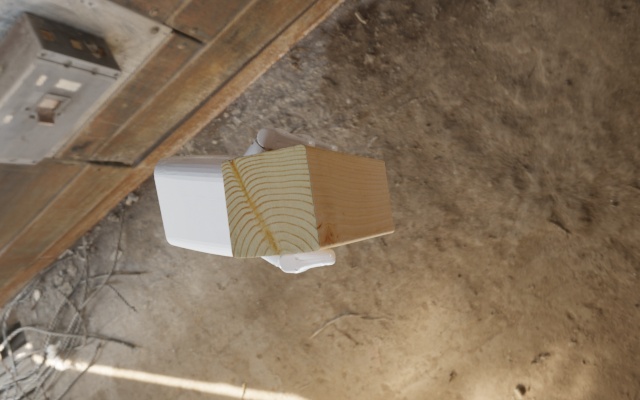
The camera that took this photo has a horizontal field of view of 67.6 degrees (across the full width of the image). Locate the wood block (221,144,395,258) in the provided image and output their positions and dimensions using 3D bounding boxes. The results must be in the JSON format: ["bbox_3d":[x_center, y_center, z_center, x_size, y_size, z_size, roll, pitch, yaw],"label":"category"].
[{"bbox_3d":[0.000,0.002,0.499,0.090,0.091,0.206,-8,-3,26],"label":"wood block"}]
